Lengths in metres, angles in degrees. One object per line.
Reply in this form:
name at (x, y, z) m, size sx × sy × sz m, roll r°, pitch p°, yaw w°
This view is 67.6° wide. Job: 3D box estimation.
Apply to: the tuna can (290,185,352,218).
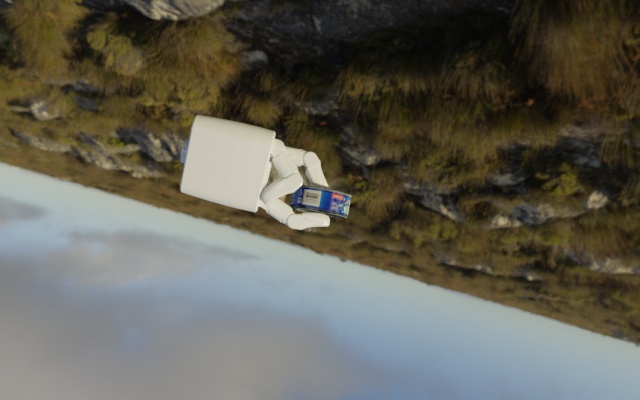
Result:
tuna can at (0.000, 0.003, 0.691) m, size 0.086 × 0.033 × 0.086 m, roll 10°, pitch -5°, yaw 1°
